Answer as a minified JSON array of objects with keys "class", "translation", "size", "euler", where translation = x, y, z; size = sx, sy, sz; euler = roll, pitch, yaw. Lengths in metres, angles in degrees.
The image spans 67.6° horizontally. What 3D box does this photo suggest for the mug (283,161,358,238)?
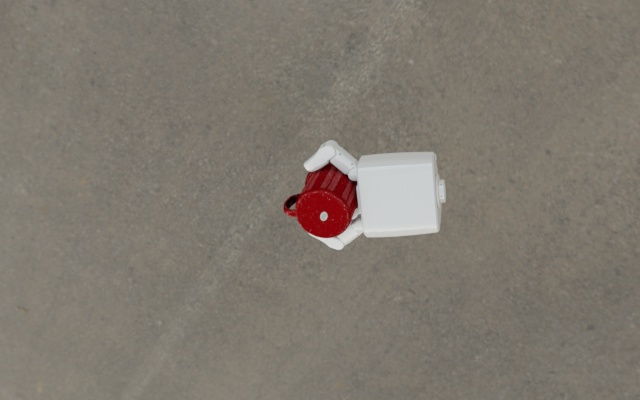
[{"class":"mug","translation":[-0.001,0.002,0.701],"size":[0.117,0.093,0.081],"euler":[-4,28,18]}]
